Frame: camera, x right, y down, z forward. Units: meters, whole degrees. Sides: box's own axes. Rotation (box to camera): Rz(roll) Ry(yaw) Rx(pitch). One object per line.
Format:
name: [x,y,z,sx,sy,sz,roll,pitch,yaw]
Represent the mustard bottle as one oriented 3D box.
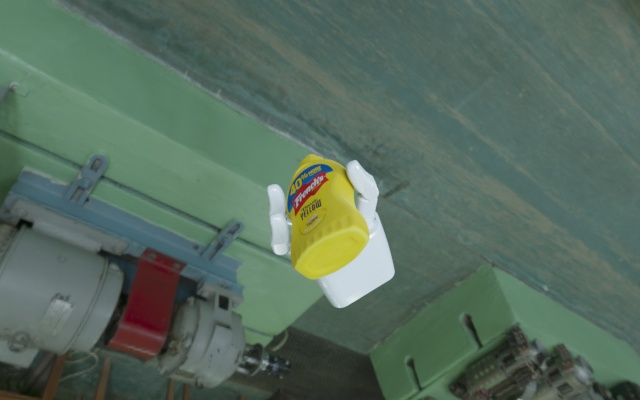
mustard bottle: [0.000,0.002,0.608,0.096,0.191,0.058,-38,-55,21]
